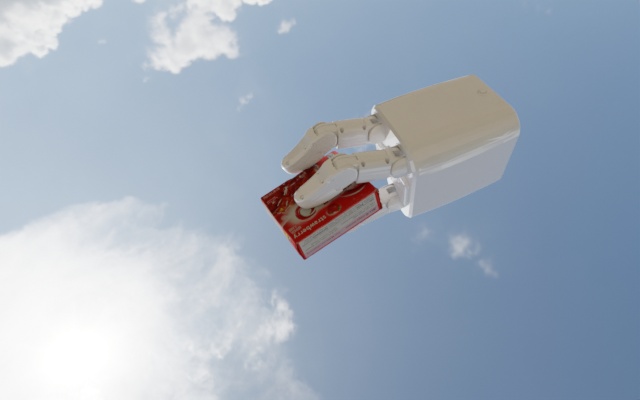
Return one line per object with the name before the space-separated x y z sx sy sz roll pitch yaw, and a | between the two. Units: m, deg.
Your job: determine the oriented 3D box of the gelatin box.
gelatin box | 0.000 0.002 0.440 0.089 0.030 0.073 -33 47 -10
